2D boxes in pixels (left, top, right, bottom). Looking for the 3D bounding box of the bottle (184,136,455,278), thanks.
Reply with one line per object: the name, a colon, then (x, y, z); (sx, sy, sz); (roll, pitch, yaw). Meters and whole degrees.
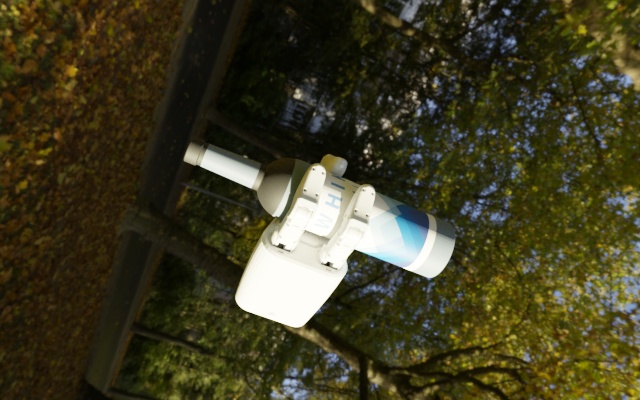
bottle: (0.000, 0.002, 0.512); (0.296, 0.069, 0.069); (22, -5, -12)
